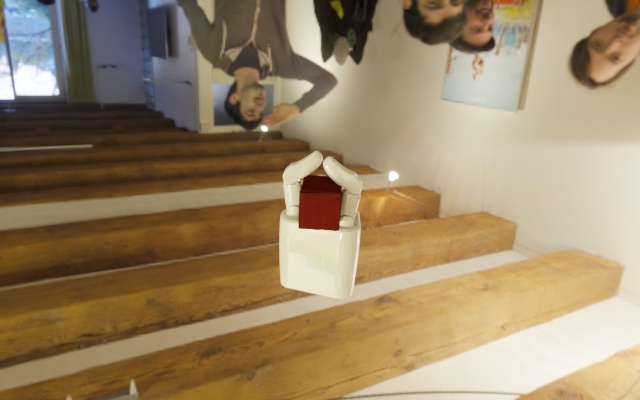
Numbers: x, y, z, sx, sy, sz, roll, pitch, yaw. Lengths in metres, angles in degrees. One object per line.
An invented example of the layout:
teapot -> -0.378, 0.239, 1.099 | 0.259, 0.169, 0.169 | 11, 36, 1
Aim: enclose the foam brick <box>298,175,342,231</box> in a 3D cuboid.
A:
foam brick -> 0.000, 0.002, 0.620 | 0.053, 0.051, 0.078 | 4, 18, 1
